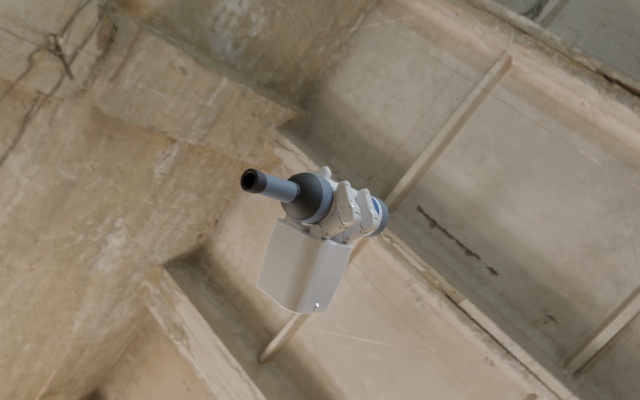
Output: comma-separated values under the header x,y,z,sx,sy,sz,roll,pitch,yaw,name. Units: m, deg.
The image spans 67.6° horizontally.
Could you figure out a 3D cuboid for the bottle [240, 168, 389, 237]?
x,y,z,sx,sy,sz,roll,pitch,yaw,name
0.000,0.002,0.659,0.069,0.069,0.296,0,-10,34,bottle
